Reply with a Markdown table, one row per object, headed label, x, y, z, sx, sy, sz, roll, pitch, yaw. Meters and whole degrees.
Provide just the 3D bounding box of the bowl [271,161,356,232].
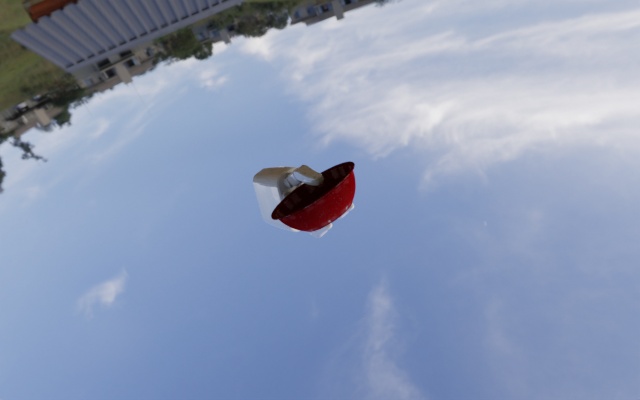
| label | x | y | z | sx | sy | sz | roll | pitch | yaw |
| --- | --- | --- | --- | --- | --- | --- | --- | --- | --- |
| bowl | 0.001 | 0.003 | 0.782 | 0.162 | 0.055 | 0.162 | -32 | 14 | 9 |
